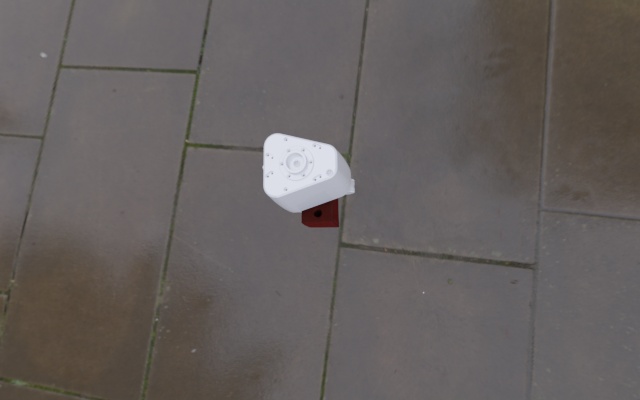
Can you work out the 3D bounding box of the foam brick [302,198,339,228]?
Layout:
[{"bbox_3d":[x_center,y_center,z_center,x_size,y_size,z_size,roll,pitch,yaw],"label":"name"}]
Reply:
[{"bbox_3d":[0.000,0.003,0.767,0.053,0.078,0.051,-3,-11,11],"label":"foam brick"}]
